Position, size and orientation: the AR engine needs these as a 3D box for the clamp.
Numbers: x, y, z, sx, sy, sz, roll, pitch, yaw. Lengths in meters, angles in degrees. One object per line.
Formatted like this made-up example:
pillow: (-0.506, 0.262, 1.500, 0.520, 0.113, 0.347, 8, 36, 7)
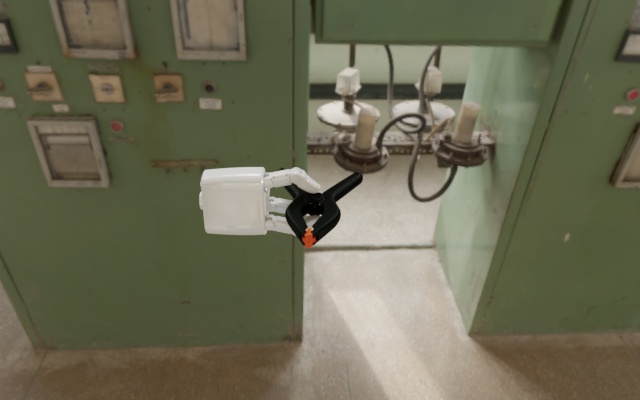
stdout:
clamp: (0.000, 0.002, 0.839, 0.164, 0.036, 0.209, -2, 36, 0)
